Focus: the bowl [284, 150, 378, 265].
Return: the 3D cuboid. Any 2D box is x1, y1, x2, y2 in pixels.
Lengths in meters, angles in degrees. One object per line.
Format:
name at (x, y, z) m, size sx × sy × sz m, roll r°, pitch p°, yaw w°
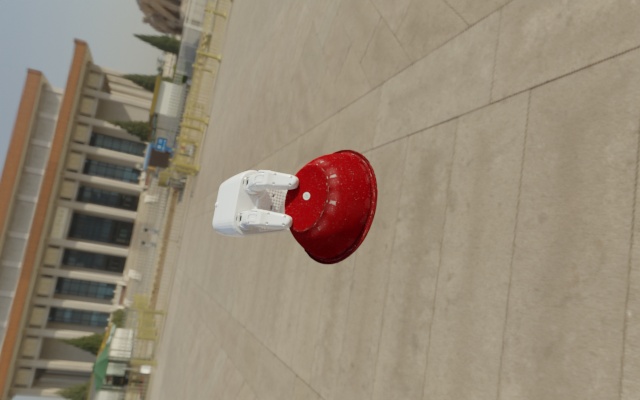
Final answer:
bowl at (0.001, 0.002, 0.640) m, size 0.055 × 0.162 × 0.162 m, roll 17°, pitch -11°, yaw -38°
